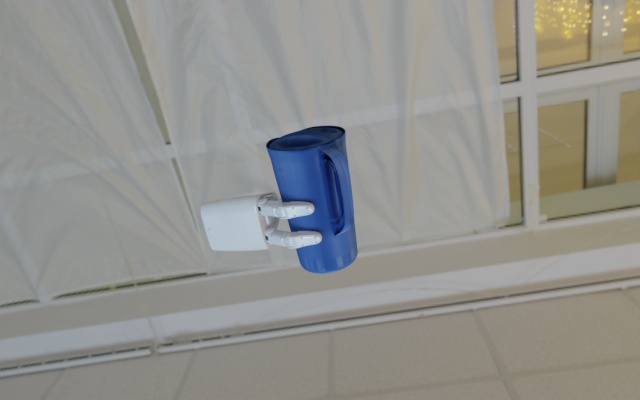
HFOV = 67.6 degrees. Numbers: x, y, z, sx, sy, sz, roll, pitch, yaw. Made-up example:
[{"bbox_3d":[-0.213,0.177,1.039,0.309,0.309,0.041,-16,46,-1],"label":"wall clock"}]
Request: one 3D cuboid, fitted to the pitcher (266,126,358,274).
[{"bbox_3d":[0.000,0.003,0.818,0.145,0.243,0.149,-5,23,16],"label":"pitcher"}]
